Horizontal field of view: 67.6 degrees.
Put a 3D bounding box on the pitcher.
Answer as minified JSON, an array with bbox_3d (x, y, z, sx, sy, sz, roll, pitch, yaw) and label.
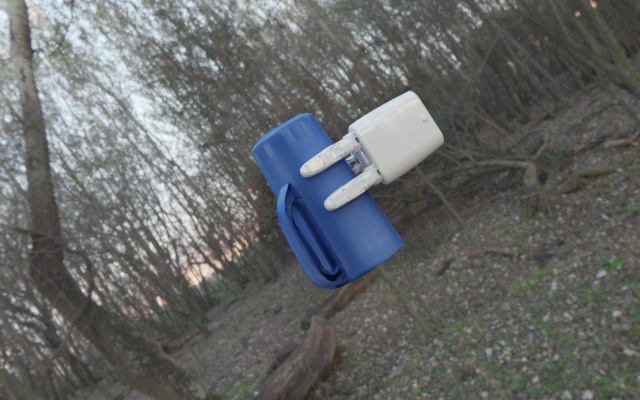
[{"bbox_3d":[0.000,0.002,0.696,0.145,0.243,0.149,-33,0,-5],"label":"pitcher"}]
